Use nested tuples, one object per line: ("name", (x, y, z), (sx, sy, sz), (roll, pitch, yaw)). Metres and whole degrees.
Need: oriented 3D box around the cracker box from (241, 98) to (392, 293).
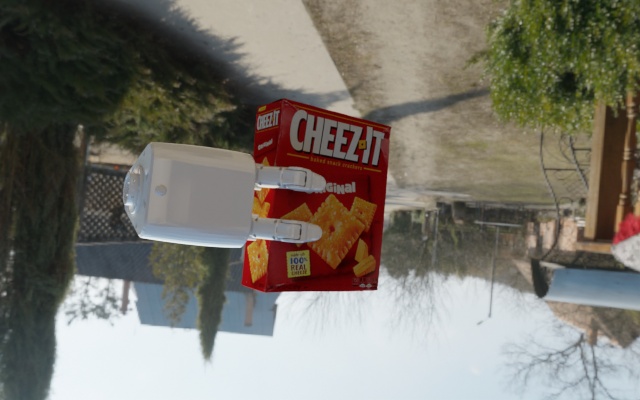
("cracker box", (0.000, 0.002, 0.579), (0.164, 0.213, 0.072), (7, -4, -34))
